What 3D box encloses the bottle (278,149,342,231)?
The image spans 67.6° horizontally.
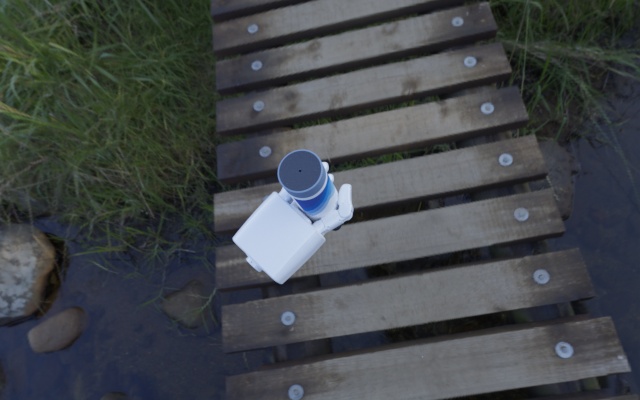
[{"bbox_3d":[0.000,0.003,0.813,0.069,0.069,0.296,0,-18,12],"label":"bottle"}]
